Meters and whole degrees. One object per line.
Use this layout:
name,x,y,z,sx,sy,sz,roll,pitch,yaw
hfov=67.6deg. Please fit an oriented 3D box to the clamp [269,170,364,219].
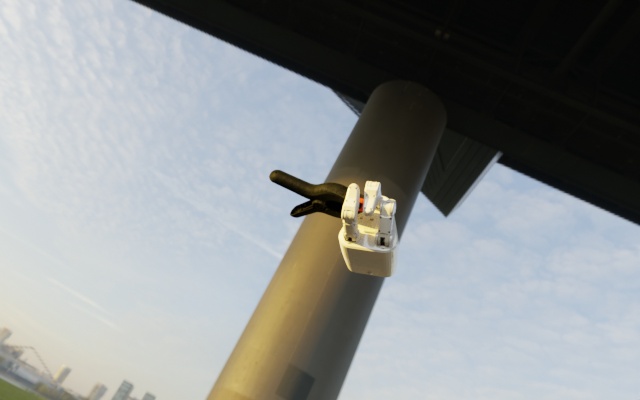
clamp,0.000,0.002,0.828,0.171,0.039,0.120,15,-26,21
